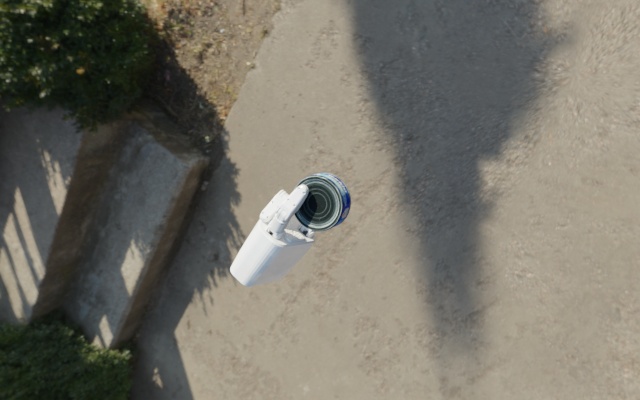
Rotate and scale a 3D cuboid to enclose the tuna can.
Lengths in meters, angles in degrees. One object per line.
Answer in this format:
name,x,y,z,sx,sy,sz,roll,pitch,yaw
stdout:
tuna can,0.000,0.002,0.714,0.086,0.086,0.033,0,9,24
